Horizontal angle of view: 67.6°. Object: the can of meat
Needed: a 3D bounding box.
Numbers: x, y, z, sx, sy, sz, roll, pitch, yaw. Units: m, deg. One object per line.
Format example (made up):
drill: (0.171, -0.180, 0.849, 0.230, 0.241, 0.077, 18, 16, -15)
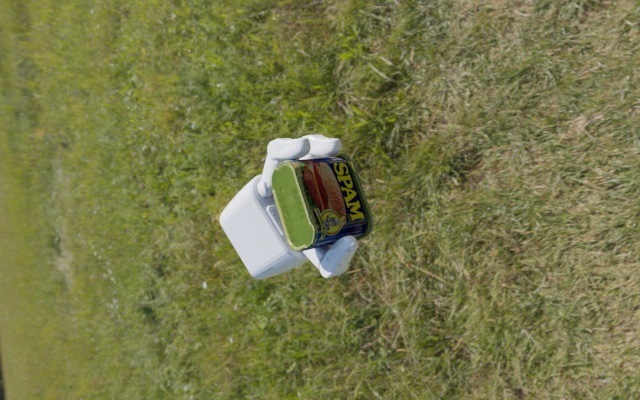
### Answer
can of meat: (0.000, 0.002, 0.529, 0.084, 0.102, 0.057, -8, -15, -38)
